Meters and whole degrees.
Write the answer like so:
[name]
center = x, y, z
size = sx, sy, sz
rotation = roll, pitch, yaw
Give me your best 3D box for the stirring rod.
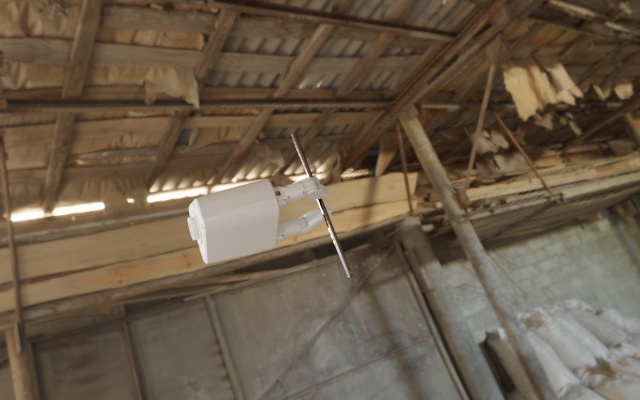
[stirring rod]
center = 0.000, 0.002, 0.717
size = 0.011, 0.239, 0.011
rotation = -20, -17, -6
